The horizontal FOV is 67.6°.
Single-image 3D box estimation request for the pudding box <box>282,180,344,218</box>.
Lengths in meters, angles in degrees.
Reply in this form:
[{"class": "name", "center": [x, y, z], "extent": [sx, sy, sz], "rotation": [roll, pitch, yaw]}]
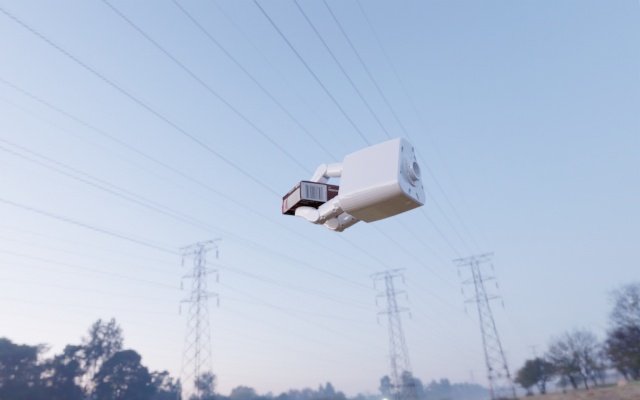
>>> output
[{"class": "pudding box", "center": [0.000, 0.003, 0.834], "extent": [0.113, 0.039, 0.090], "rotation": [10, -23, -23]}]
